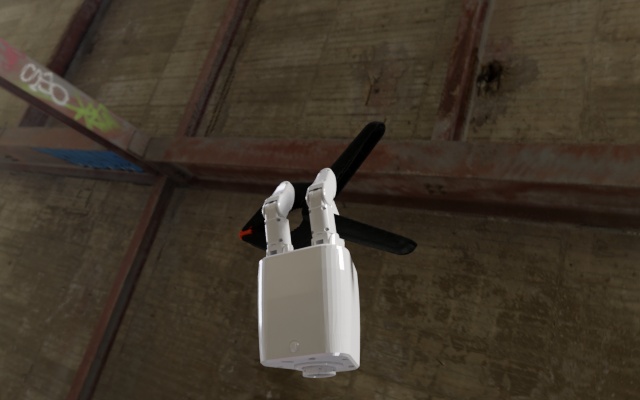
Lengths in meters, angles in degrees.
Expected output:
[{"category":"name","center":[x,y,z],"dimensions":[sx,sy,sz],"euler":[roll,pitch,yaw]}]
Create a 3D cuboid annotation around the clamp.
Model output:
[{"category":"clamp","center":[0.000,0.002,0.551],"dimensions":[0.210,0.164,0.036],"euler":[-15,-30,24]}]
